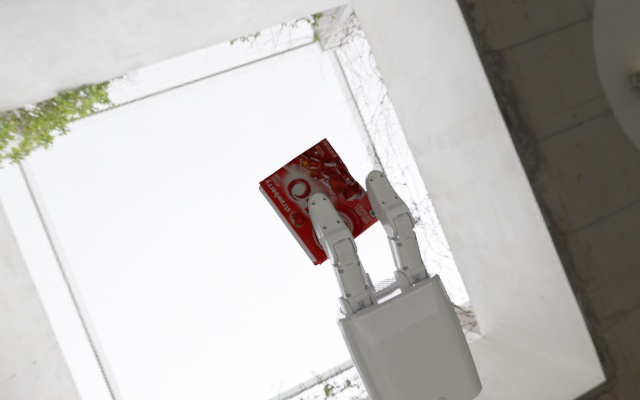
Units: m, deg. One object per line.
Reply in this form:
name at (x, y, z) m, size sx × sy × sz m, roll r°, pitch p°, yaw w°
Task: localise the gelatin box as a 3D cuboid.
gelatin box at (0.000, 0.001, 0.420) m, size 0.073 × 0.089 × 0.030 m, roll -36°, pitch -4°, yaw -14°
